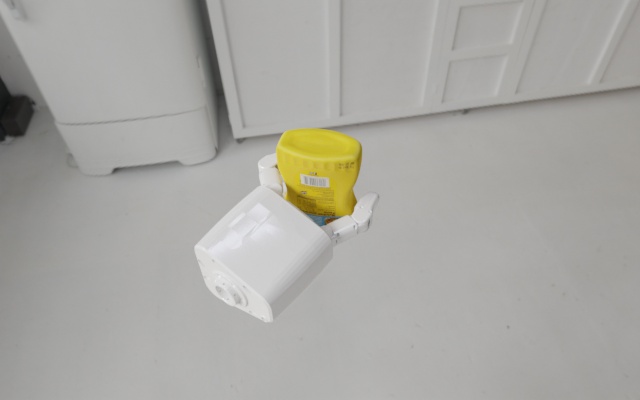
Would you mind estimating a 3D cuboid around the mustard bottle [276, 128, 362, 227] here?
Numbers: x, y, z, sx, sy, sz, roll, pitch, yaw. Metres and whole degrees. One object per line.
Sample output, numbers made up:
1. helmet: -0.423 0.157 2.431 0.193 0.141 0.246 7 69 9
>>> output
1. mustard bottle: 0.000 0.002 0.599 0.096 0.058 0.192 8 -43 9
